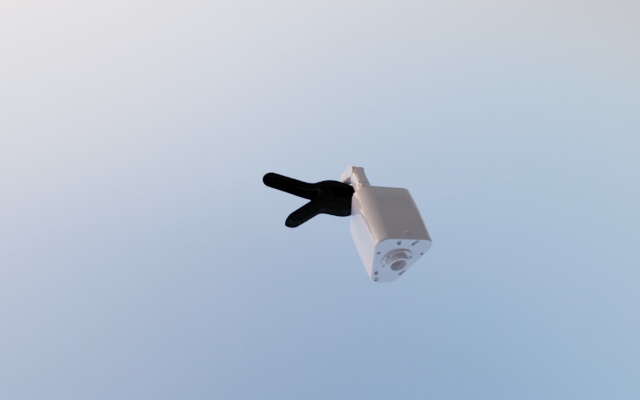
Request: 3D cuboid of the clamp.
[{"bbox_3d":[0.000,0.003,0.750,0.171,0.039,0.120,3,43,-20],"label":"clamp"}]
